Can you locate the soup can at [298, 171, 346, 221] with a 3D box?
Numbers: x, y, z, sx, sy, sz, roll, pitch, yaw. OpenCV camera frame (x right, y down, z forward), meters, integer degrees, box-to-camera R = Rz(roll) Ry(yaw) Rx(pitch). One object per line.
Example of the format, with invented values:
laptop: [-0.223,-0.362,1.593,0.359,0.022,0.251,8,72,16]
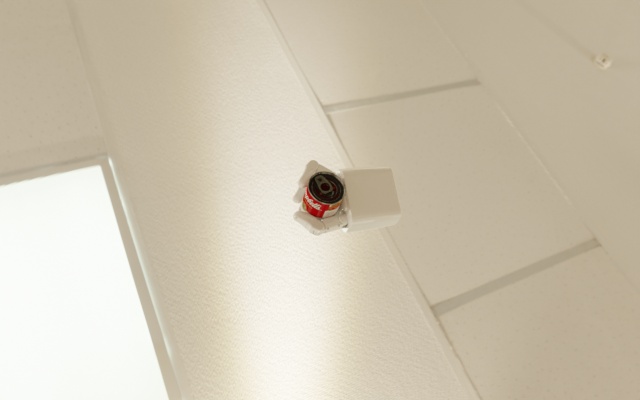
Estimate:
soup can: [0.000,0.003,0.869,0.068,0.068,0.102,0,-31,-15]
